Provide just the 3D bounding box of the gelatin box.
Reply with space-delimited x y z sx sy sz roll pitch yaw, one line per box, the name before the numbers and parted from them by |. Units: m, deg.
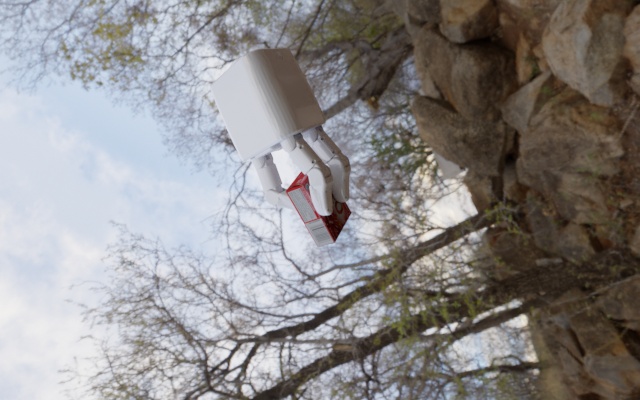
gelatin box | 0.000 0.002 0.608 0.030 0.089 0.073 -18 21 30
